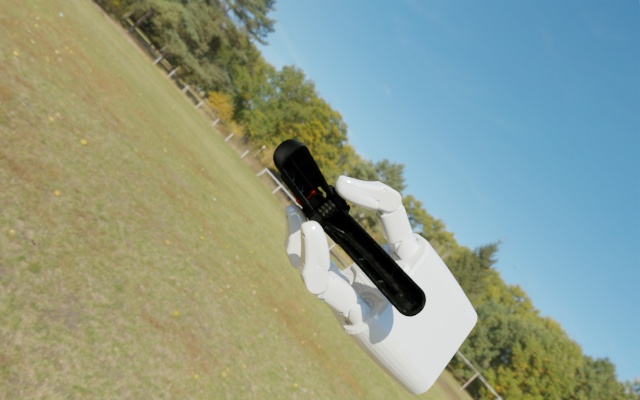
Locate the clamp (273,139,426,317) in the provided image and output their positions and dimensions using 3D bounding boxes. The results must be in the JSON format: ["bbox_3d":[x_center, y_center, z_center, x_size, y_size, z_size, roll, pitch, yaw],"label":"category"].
[{"bbox_3d":[0.001,0.001,0.422,0.036,0.165,0.210,-40,23,-3],"label":"clamp"}]
